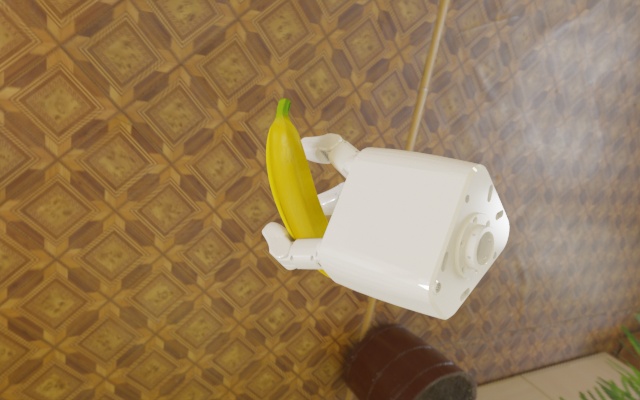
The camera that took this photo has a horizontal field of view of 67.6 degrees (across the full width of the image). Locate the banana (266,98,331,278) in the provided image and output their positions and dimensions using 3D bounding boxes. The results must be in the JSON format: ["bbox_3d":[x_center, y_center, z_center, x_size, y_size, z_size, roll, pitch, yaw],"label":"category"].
[{"bbox_3d":[-0.010,0.008,0.446,0.037,0.198,0.069,-2,28,33],"label":"banana"}]
